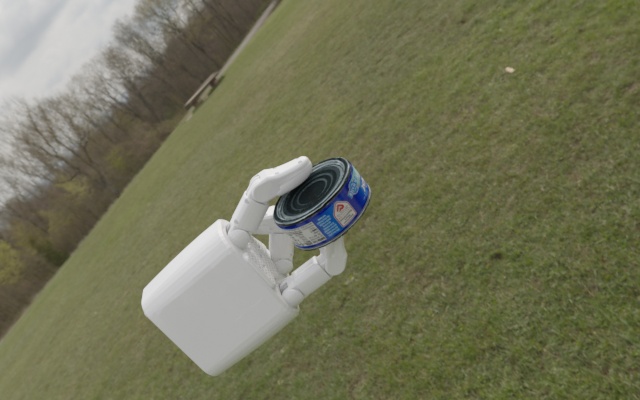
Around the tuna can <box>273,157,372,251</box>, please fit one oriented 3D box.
[{"bbox_3d":[0.000,0.001,0.422,0.086,0.086,0.034,0,-44,53],"label":"tuna can"}]
